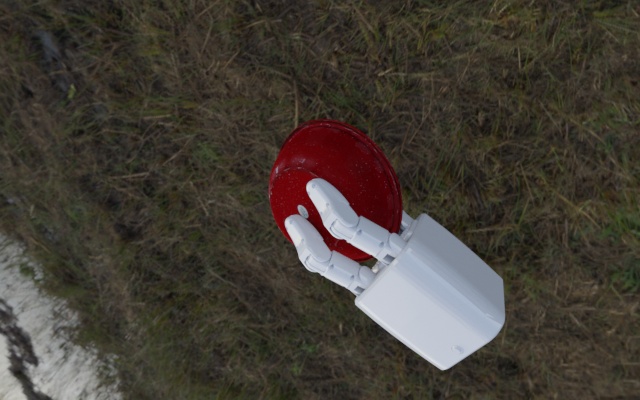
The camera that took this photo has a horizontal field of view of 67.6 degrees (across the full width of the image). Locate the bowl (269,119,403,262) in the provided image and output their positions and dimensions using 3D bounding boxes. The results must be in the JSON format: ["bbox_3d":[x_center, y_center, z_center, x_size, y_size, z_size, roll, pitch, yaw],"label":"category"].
[{"bbox_3d":[-0.001,0.001,0.490,0.162,0.162,0.055,0,21,39],"label":"bowl"}]
